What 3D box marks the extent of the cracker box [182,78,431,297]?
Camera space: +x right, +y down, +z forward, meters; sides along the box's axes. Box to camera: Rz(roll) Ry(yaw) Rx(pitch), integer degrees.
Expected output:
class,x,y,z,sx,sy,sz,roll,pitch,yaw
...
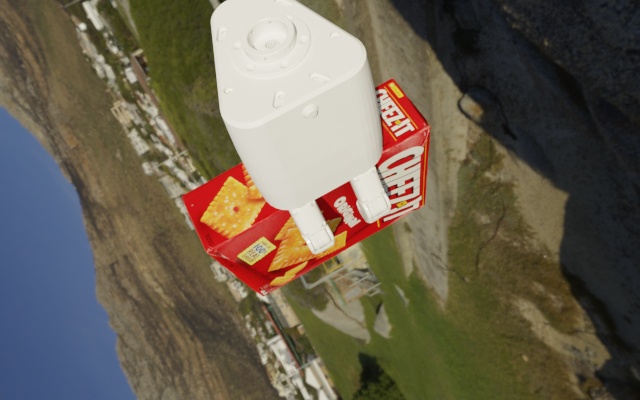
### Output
class,x,y,z,sx,sy,sz,roll,pitch,yaw
cracker box,0.000,0.001,0.471,0.213,0.072,0.164,-29,-26,-4
